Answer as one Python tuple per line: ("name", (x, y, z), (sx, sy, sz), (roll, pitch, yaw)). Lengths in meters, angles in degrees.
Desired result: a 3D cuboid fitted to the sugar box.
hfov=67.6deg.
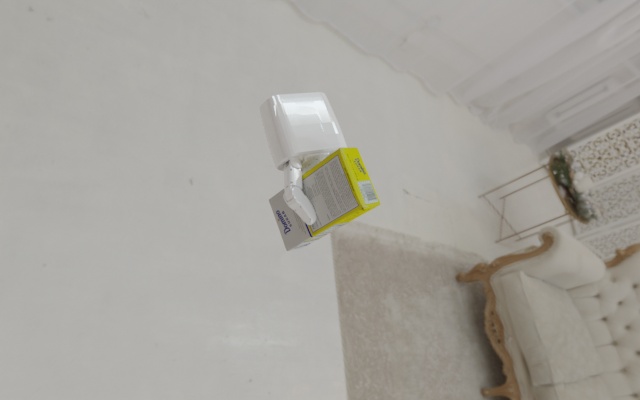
("sugar box", (0.001, 0.002, 0.715), (0.048, 0.093, 0.176), (-8, -18, -44))
